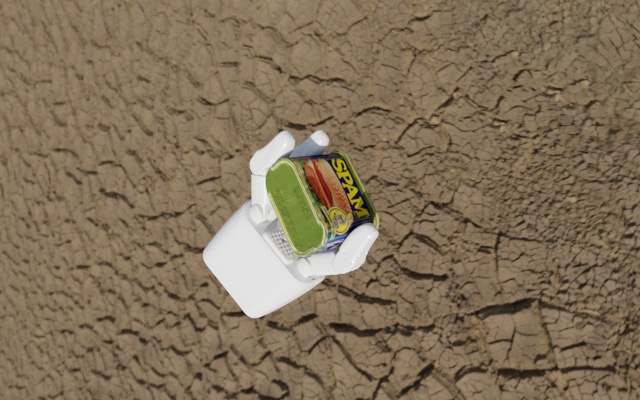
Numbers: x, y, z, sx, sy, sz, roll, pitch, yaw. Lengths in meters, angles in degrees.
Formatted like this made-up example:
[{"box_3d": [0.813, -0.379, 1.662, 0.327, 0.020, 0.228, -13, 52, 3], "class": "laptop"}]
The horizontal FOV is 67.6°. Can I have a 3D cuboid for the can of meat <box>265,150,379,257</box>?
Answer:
[{"box_3d": [0.000, 0.002, 0.488, 0.084, 0.102, 0.057, -11, -19, -47], "class": "can of meat"}]
